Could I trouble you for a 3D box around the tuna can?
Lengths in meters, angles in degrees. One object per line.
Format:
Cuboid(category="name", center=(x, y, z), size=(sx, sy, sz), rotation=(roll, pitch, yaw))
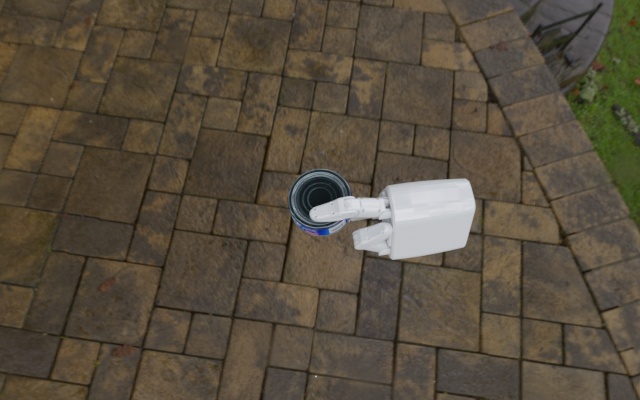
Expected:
Cuboid(category="tuna can", center=(0.000, 0.002, 0.632), size=(0.086, 0.086, 0.034), rotation=(0, -19, 5))
